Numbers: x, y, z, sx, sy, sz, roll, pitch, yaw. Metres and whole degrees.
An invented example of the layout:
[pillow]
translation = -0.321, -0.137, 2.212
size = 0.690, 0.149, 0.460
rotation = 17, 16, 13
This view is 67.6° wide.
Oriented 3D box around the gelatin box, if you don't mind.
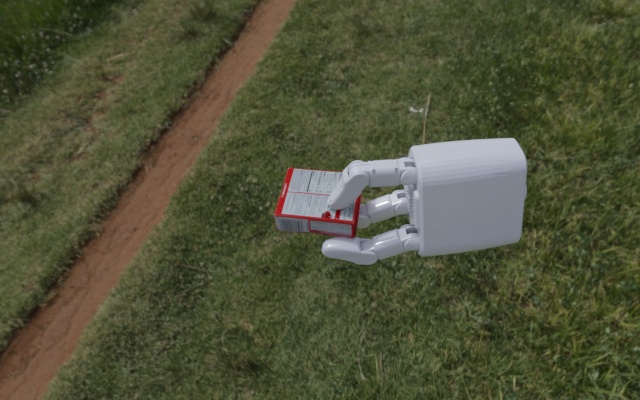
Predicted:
[gelatin box]
translation = 0.000, 0.001, 0.530
size = 0.089, 0.073, 0.030
rotation = 5, -40, 8
